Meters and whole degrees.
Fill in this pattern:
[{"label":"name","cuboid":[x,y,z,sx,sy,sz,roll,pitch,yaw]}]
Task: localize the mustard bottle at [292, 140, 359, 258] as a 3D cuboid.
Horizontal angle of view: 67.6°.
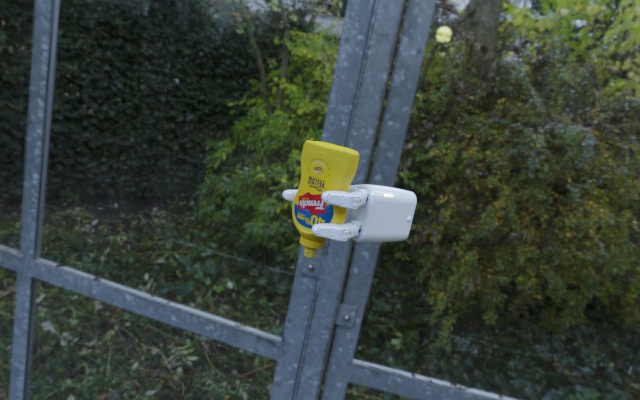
[{"label":"mustard bottle","cuboid":[0.000,0.002,0.790,0.096,0.192,0.058,19,13,31]}]
